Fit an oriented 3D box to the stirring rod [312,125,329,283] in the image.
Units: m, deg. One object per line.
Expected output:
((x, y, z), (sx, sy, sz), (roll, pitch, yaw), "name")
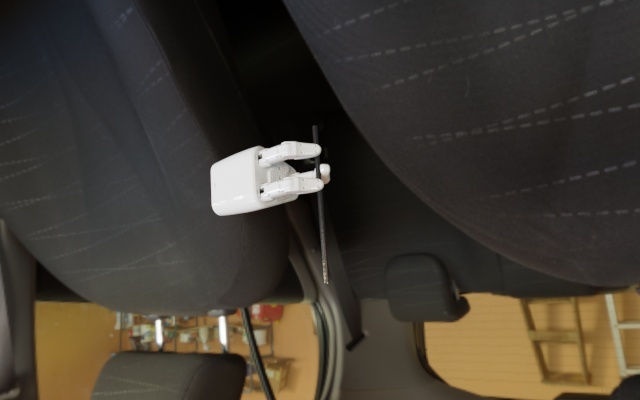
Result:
((0.000, 0.002, 0.716), (0.011, 0.239, 0.011), (-4, -12, -1), "stirring rod")
